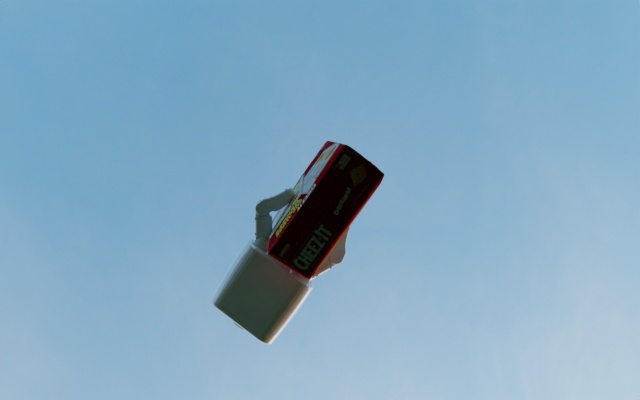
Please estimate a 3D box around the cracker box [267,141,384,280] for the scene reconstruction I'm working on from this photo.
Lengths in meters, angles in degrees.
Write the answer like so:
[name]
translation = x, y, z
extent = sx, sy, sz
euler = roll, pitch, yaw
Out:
[cracker box]
translation = 0.000, 0.002, 0.677
extent = 0.072, 0.164, 0.213
euler = 34, 4, -9
